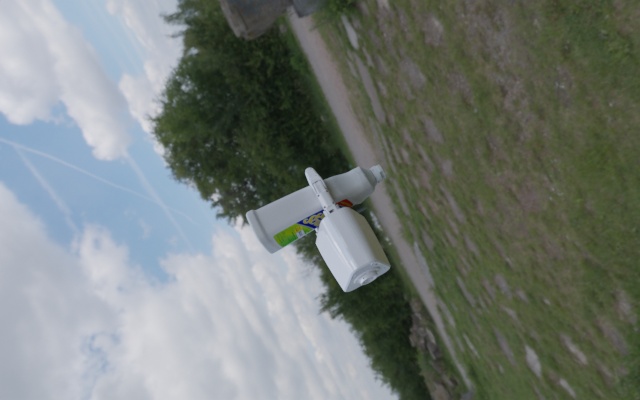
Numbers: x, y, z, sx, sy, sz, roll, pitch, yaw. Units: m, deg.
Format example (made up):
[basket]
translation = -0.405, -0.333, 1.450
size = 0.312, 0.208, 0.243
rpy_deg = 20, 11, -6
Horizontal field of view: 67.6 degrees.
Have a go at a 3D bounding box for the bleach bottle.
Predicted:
[bleach bottle]
translation = 0.000, 0.003, 0.852
size = 0.251, 0.068, 0.103
rpy_deg = -28, -26, -2
